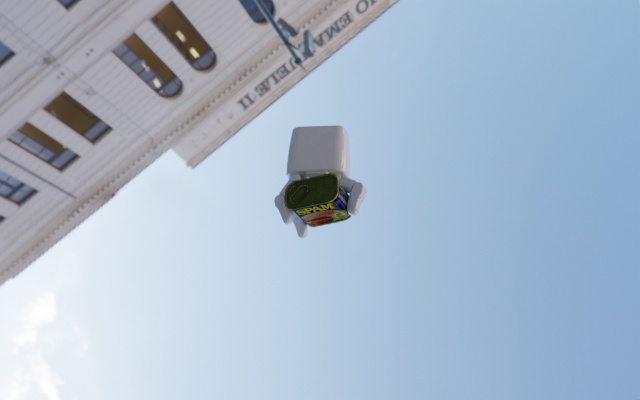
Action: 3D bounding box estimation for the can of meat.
[{"bbox_3d":[0.000,0.003,0.853,0.102,0.057,0.084,-12,-32,21],"label":"can of meat"}]
